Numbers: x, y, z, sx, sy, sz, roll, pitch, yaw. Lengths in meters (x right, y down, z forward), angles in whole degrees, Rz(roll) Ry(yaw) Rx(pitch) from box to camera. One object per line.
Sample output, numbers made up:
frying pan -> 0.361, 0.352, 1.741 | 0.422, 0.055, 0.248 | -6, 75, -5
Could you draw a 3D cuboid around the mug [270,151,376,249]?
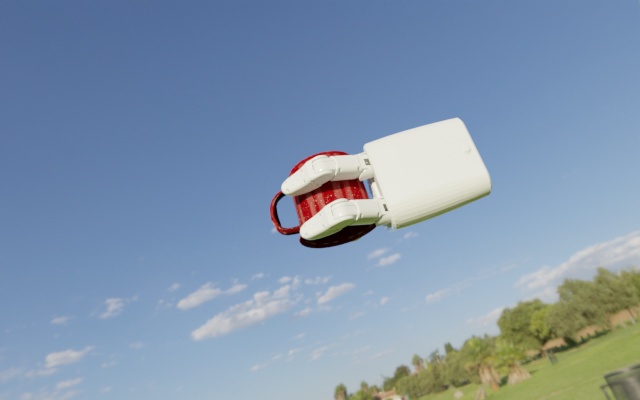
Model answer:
mug -> -0.001, 0.002, 0.538 | 0.117, 0.081, 0.093 | -17, -24, 1
